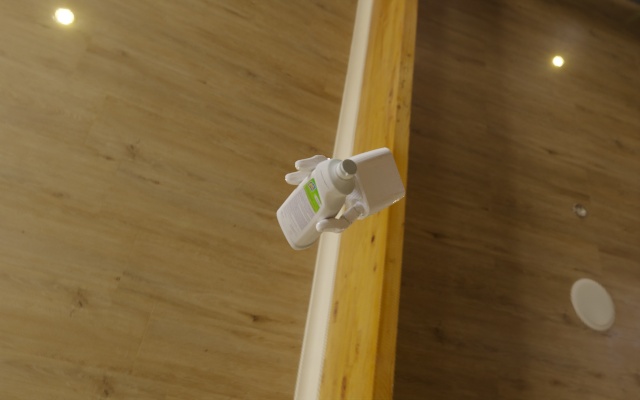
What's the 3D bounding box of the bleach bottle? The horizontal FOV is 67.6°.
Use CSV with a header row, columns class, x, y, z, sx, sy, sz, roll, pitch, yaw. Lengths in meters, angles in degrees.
class,x,y,z,sx,sy,sz,roll,pitch,yaw
bleach bottle,0.000,0.003,0.875,0.068,0.102,0.251,-21,-13,-33
